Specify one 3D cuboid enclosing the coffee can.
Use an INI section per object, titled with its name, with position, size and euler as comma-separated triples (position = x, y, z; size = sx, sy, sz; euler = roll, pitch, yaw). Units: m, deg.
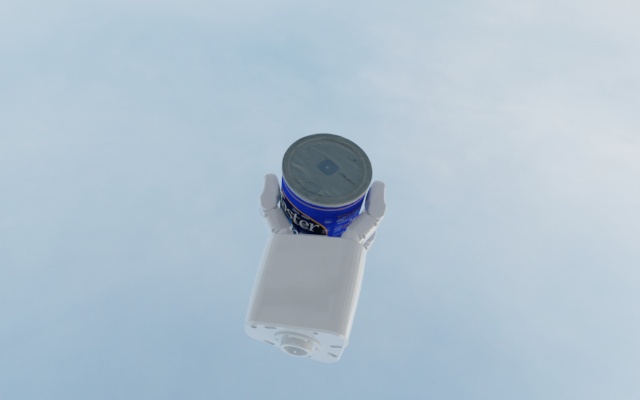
[coffee can]
position = 0.000, 0.002, 0.590
size = 0.103, 0.102, 0.140
euler = 0, -35, -8
